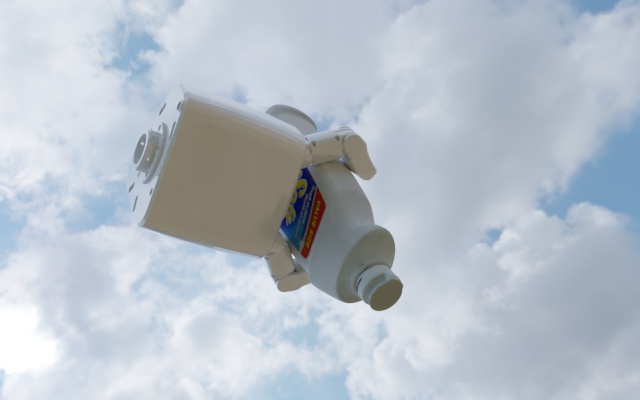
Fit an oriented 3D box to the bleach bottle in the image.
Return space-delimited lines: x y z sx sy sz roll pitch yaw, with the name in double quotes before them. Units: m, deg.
"bleach bottle" 0.000 0.002 0.438 0.068 0.102 0.250 19 18 -35
